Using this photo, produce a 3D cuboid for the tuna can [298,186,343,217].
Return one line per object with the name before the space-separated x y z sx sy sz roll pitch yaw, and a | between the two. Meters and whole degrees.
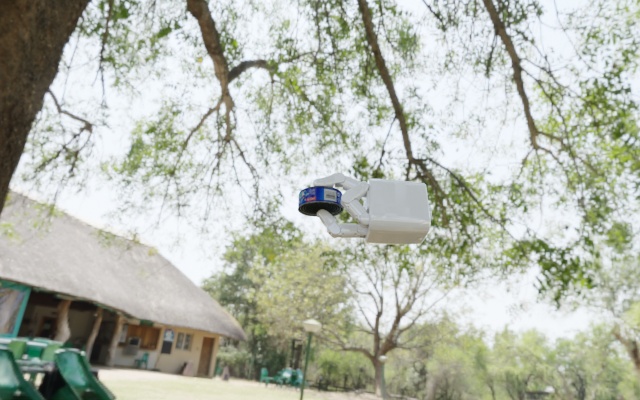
tuna can | 0.000 0.002 0.900 0.086 0.033 0.086 0 -20 0
